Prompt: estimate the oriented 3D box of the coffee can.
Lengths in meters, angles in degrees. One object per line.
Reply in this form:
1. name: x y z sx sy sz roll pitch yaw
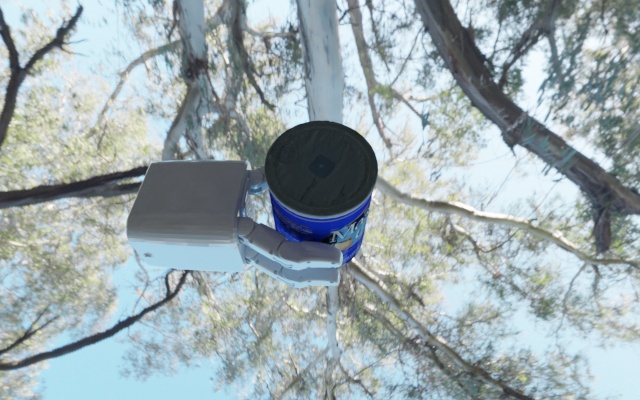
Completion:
1. coffee can: 0.000 0.001 0.489 0.103 0.102 0.140 0 -29 -1
